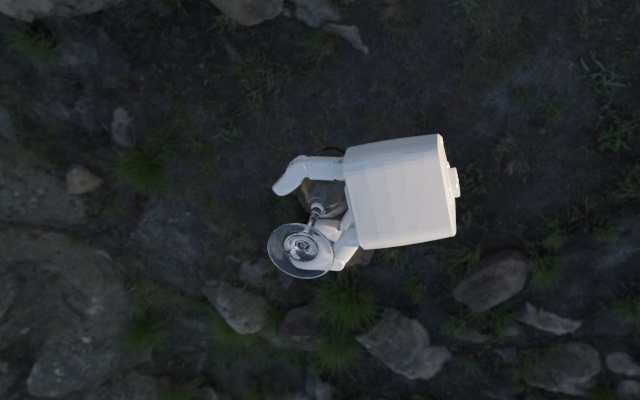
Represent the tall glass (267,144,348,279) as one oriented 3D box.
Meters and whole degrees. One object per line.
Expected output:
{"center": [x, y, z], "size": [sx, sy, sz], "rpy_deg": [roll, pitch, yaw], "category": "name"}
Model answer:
{"center": [0.000, 0.002, 0.591], "size": [0.079, 0.079, 0.201], "rpy_deg": [0, 33, 14], "category": "tall glass"}
